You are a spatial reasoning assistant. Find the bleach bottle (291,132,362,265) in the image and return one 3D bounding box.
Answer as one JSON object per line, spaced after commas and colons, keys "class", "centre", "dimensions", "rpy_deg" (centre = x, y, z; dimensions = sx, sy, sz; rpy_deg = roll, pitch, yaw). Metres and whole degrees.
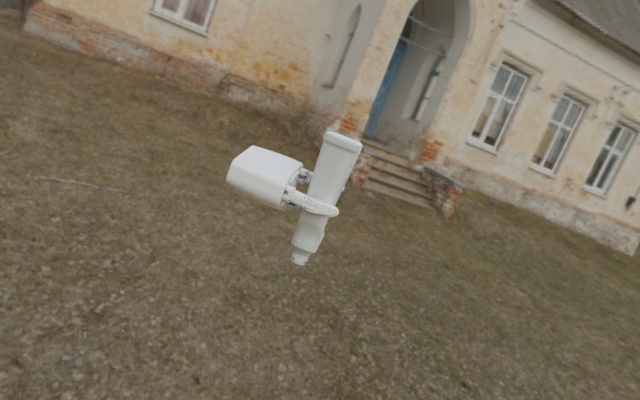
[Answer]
{"class": "bleach bottle", "centre": [0.000, 0.003, 0.873], "dimensions": [0.068, 0.251, 0.102], "rpy_deg": [23, 11, 8]}
